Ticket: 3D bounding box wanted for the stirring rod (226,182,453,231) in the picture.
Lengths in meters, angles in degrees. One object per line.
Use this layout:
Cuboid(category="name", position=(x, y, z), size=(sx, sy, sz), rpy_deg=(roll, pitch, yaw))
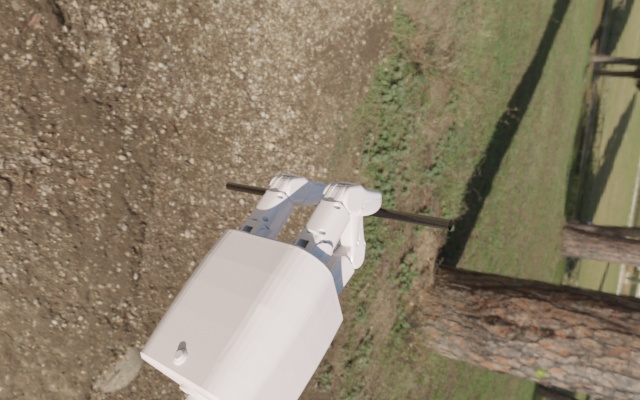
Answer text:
Cuboid(category="stirring rod", position=(0.000, 0.001, 0.419), size=(0.239, 0.011, 0.011), rpy_deg=(10, 6, 37))
